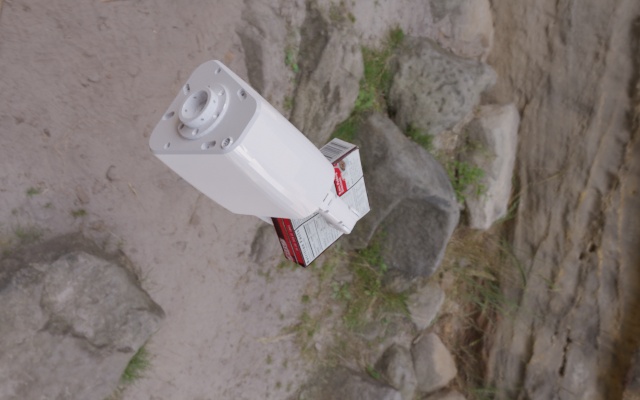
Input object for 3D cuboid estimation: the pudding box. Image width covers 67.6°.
[{"bbox_3d":[0.000,0.002,0.502,0.113,0.090,0.039,-38,42,-28],"label":"pudding box"}]
